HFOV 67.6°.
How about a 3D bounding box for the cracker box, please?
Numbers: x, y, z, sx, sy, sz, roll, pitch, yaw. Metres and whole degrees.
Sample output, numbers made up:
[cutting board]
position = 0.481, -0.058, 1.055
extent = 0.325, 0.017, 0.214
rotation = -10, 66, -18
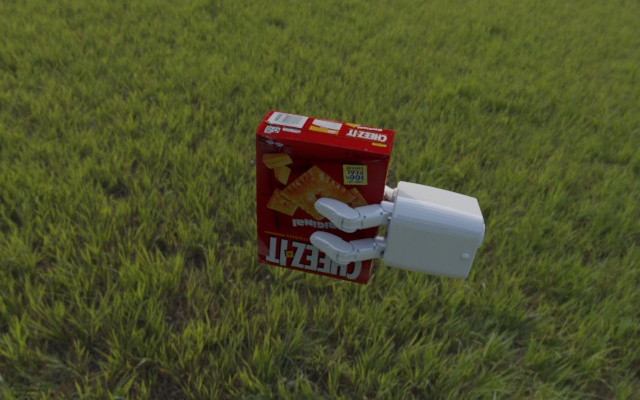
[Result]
[cracker box]
position = 0.000, 0.002, 0.631
extent = 0.164, 0.214, 0.072
rotation = 11, 36, 8
